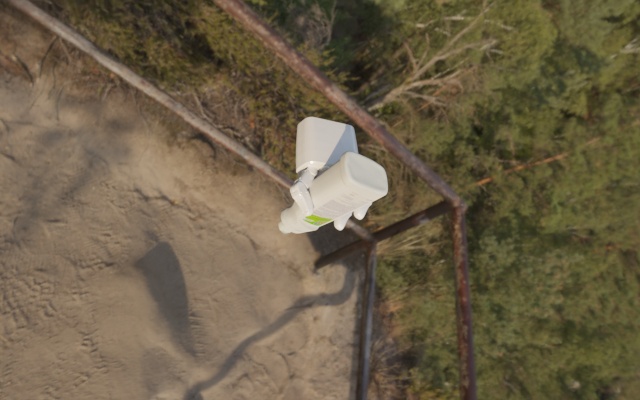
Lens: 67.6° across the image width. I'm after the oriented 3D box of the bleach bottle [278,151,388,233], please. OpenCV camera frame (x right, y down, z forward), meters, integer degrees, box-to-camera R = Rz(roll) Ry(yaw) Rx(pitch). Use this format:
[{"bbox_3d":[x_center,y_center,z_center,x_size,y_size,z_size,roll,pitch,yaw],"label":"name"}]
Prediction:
[{"bbox_3d":[0.000,0.003,0.867,0.102,0.068,0.251,20,-35,-35],"label":"bleach bottle"}]
